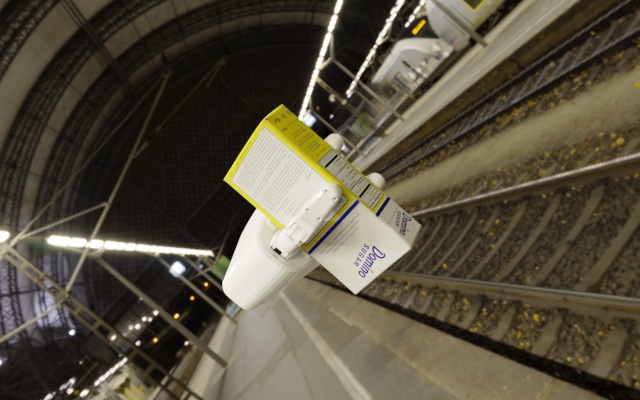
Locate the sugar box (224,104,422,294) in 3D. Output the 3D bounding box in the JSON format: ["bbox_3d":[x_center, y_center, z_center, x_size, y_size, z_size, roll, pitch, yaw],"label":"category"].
[{"bbox_3d":[0.000,0.001,0.461,0.093,0.176,0.048,-48,2,40],"label":"sugar box"}]
